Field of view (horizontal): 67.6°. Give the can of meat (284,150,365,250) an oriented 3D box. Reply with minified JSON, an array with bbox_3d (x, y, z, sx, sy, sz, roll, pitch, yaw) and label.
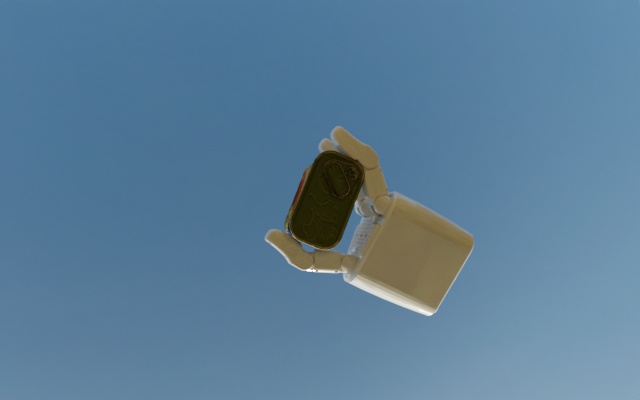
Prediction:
[{"bbox_3d":[0.000,0.002,0.536,0.057,0.102,0.084,23,-7,-9],"label":"can of meat"}]
